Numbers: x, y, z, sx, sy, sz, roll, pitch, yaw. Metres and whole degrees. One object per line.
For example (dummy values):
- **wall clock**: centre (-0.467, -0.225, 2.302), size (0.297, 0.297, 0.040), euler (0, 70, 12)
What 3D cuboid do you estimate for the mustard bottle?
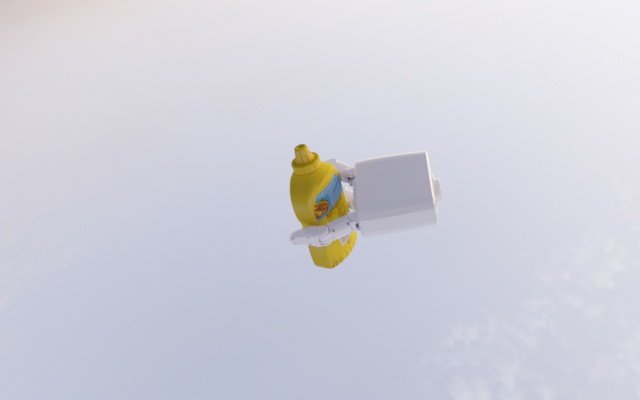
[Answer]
- **mustard bottle**: centre (0.000, 0.003, 0.699), size (0.058, 0.192, 0.096), euler (7, 42, 34)
